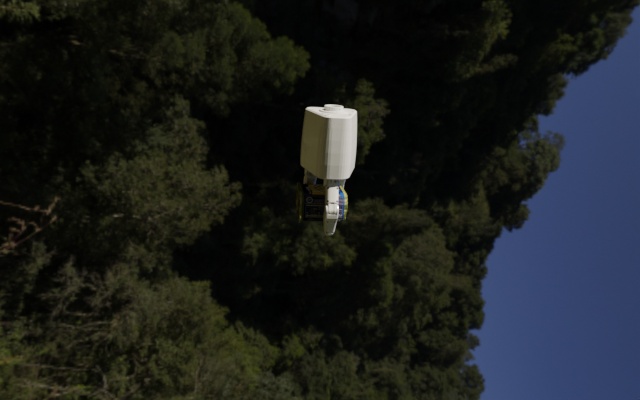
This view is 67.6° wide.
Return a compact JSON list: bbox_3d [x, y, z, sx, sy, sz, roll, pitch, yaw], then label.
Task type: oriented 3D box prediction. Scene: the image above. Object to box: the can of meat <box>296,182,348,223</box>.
[{"bbox_3d":[0.000,0.003,0.868,0.084,0.057,0.102,1,15,-7],"label":"can of meat"}]
